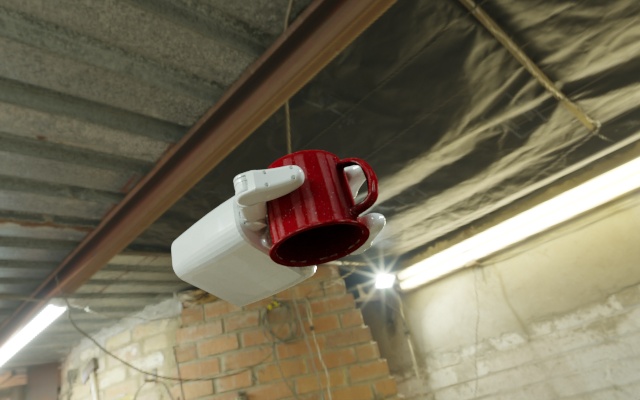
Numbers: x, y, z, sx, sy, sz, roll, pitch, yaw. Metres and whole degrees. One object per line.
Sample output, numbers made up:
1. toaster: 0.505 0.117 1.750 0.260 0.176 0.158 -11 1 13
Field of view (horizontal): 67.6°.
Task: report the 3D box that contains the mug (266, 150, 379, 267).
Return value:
1. mug: 0.001 0.001 0.442 0.117 0.081 0.093 -30 -31 27
